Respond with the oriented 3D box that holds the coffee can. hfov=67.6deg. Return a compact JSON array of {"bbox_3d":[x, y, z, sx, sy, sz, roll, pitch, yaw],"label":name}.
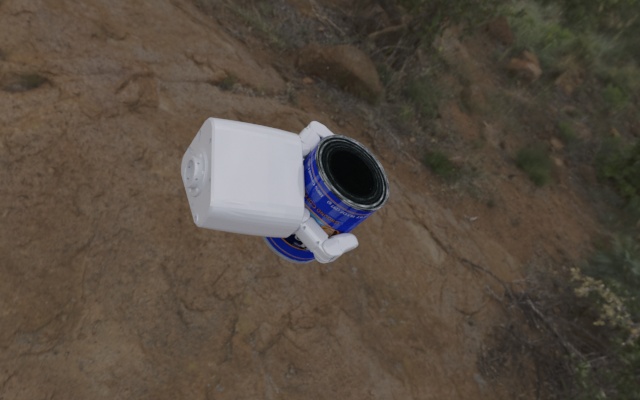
[{"bbox_3d":[0.000,0.002,0.583,0.103,0.102,0.140,0,-30,-39],"label":"coffee can"}]
